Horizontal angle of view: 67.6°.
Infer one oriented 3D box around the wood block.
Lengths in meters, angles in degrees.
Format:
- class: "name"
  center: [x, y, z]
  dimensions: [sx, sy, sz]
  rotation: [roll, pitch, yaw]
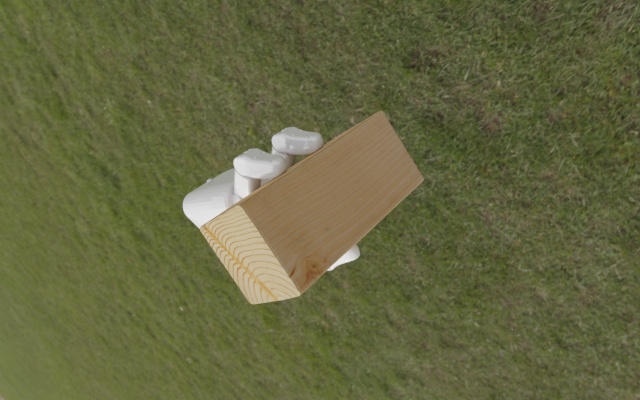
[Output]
- class: "wood block"
  center: [0.000, 0.002, 0.475]
  dimensions: [0.206, 0.091, 0.090]
  rotation: [-38, 9, -38]
